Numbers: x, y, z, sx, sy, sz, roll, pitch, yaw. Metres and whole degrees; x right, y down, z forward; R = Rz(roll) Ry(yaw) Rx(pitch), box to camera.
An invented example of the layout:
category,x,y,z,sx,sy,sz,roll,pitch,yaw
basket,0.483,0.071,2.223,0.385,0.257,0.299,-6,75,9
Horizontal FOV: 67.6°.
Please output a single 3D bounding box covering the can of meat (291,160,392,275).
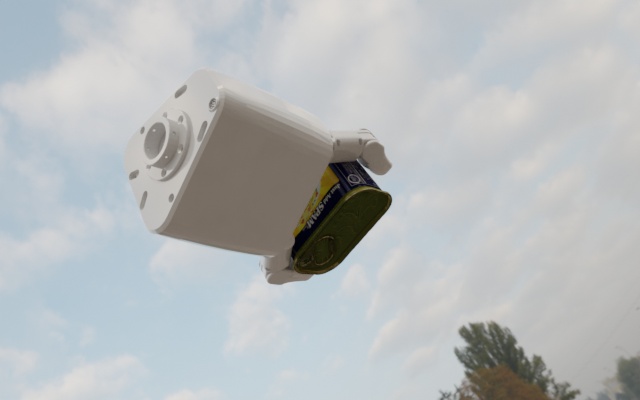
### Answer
category,x,y,z,sx,sy,sz,roll,pitch,yaw
can of meat,0.000,0.001,0.428,0.057,0.102,0.084,12,34,-47
